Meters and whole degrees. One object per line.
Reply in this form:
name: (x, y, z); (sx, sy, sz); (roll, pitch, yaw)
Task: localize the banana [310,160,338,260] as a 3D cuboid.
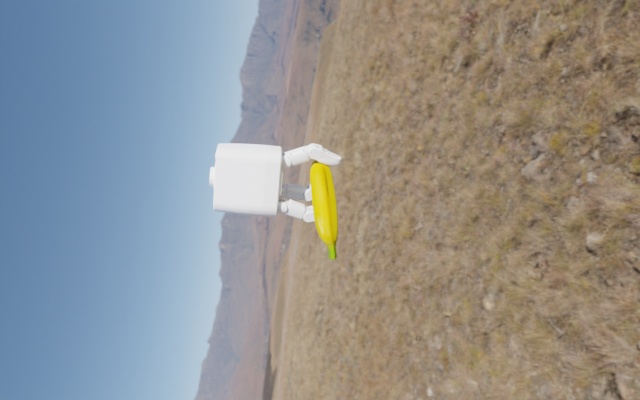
banana: (0.003, -0.006, 0.768); (0.037, 0.197, 0.070); (0, -37, -8)
